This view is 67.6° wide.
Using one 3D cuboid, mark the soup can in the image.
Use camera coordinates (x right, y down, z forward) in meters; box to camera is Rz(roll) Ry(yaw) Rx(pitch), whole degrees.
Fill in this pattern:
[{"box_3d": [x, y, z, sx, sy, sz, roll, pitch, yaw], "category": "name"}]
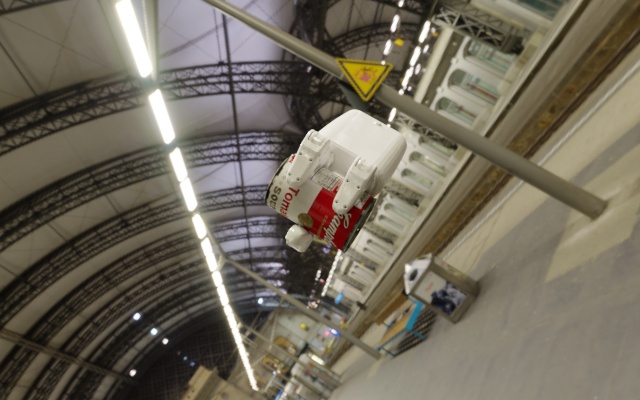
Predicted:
[{"box_3d": [0.000, 0.002, 0.515, 0.102, 0.068, 0.068, 31, 5, 9], "category": "soup can"}]
